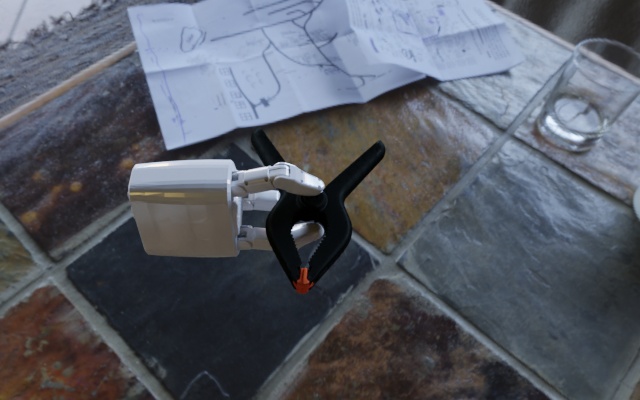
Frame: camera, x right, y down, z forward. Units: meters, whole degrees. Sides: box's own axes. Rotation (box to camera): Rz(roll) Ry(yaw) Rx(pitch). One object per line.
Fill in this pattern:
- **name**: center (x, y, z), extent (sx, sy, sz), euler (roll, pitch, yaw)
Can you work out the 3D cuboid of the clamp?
- **clamp**: center (0.000, 0.002, 0.541), extent (0.164, 0.209, 0.036), euler (0, -32, -3)
